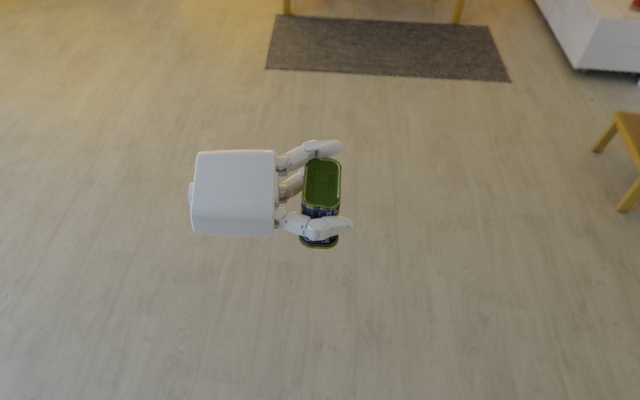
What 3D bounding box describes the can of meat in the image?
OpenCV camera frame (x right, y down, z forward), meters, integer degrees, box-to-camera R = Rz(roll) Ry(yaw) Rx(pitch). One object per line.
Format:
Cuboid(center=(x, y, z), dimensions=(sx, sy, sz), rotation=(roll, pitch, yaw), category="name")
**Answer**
Cuboid(center=(0.000, 0.002, 0.668), dimensions=(0.057, 0.102, 0.084), rotation=(3, -44, 0), category="can of meat")
